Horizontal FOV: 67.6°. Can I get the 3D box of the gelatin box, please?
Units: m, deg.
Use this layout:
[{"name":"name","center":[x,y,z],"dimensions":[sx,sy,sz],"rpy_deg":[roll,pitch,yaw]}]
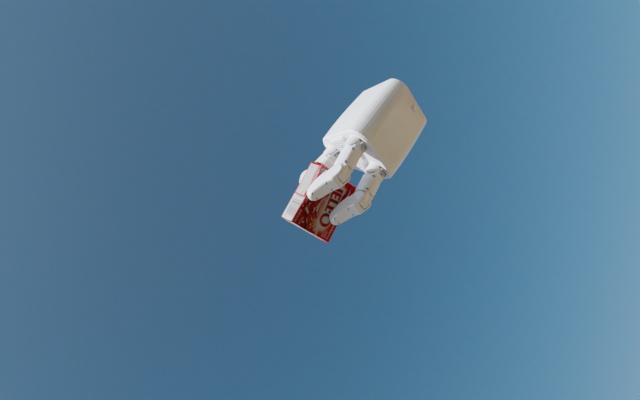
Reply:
[{"name":"gelatin box","center":[0.000,0.002,0.653],"dimensions":[0.073,0.089,0.030],"rpy_deg":[33,-7,-37]}]
